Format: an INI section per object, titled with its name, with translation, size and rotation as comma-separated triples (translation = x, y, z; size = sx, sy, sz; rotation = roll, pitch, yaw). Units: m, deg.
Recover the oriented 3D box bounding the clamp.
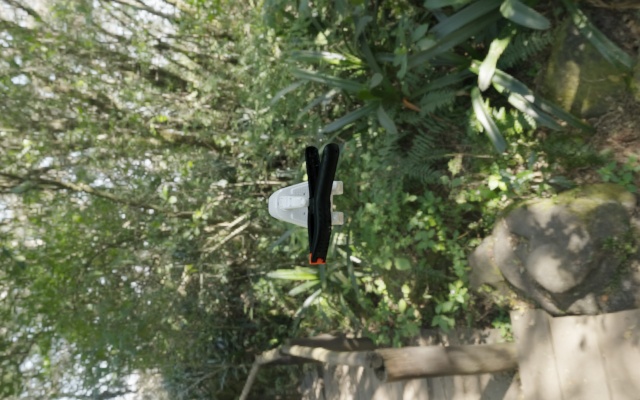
[clamp]
translation = -0.001, 0.003, 0.796
size = 0.036, 0.210, 0.164
rotation = 0, -2, -12
